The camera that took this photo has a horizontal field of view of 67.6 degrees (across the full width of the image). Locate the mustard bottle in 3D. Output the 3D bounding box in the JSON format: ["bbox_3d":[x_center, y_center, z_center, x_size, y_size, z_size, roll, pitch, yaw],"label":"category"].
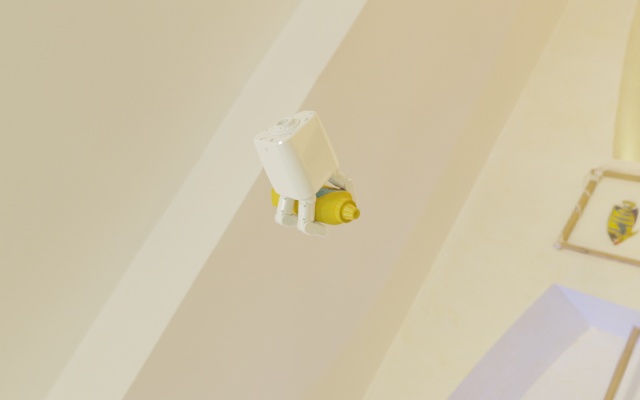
[{"bbox_3d":[0.000,0.003,0.844,0.096,0.058,0.191,-12,18,-36],"label":"mustard bottle"}]
